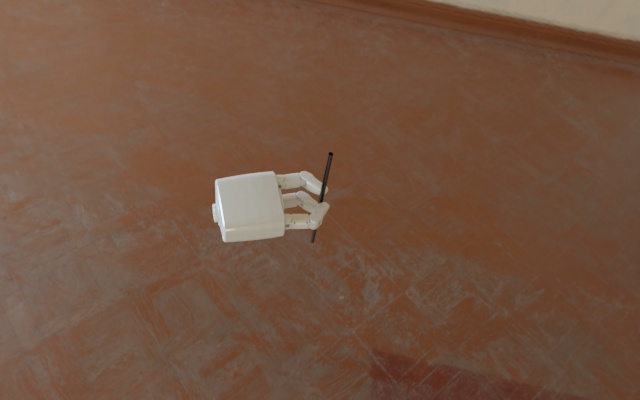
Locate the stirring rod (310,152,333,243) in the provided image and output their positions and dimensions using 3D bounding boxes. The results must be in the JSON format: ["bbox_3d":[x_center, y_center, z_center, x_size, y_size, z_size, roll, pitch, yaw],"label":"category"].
[{"bbox_3d":[0.000,0.003,0.874,0.011,0.011,0.240,0,-41,-11],"label":"stirring rod"}]
